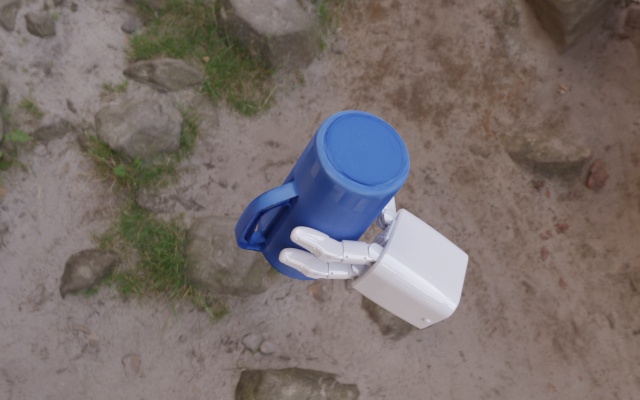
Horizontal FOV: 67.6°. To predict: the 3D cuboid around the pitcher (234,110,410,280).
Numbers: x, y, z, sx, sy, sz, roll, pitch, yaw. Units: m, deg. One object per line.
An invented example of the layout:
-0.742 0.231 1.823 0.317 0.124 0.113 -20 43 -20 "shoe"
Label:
0.000 0.002 0.590 0.145 0.149 0.243 34 -33 0 "pitcher"
